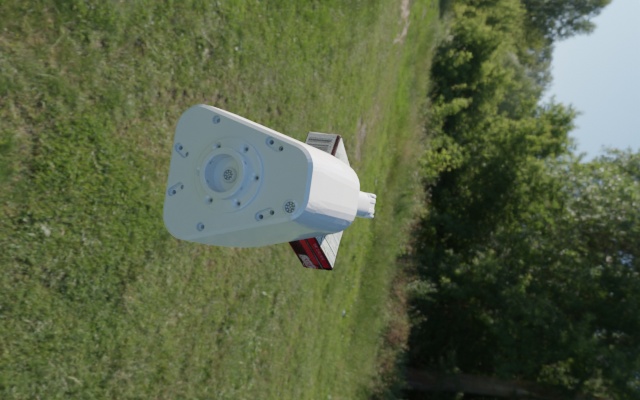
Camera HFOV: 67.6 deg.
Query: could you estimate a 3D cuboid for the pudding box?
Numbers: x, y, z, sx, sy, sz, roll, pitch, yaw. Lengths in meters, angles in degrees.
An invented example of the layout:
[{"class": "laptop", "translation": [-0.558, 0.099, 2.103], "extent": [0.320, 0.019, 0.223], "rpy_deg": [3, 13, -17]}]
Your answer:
[{"class": "pudding box", "translation": [0.000, 0.002, 0.483], "extent": [0.039, 0.113, 0.090], "rpy_deg": [8, -31, 21]}]
